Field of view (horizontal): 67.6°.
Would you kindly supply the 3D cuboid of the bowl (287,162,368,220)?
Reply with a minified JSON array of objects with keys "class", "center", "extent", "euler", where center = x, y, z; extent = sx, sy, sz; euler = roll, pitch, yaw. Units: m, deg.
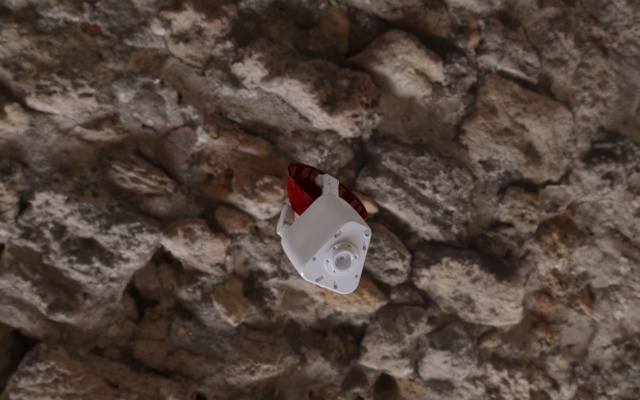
[{"class":"bowl","center":[0.000,0.003,0.827],"extent":[0.162,0.055,0.162],"euler":[30,20,-12]}]
